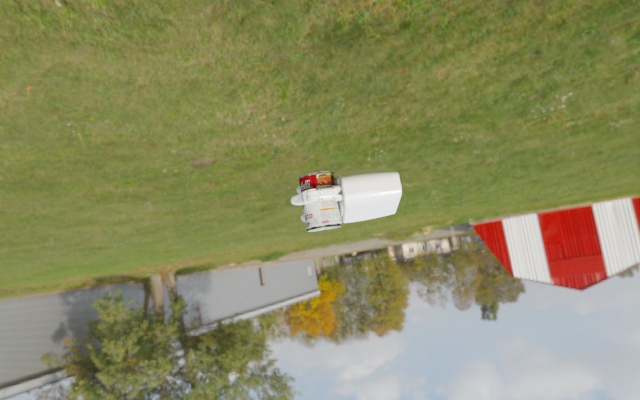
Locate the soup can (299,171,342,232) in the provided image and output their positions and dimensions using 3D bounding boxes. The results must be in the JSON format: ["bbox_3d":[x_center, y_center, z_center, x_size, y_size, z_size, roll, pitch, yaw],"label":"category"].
[{"bbox_3d":[0.000,0.003,0.889,0.068,0.102,0.068,-9,-8,-1],"label":"soup can"}]
